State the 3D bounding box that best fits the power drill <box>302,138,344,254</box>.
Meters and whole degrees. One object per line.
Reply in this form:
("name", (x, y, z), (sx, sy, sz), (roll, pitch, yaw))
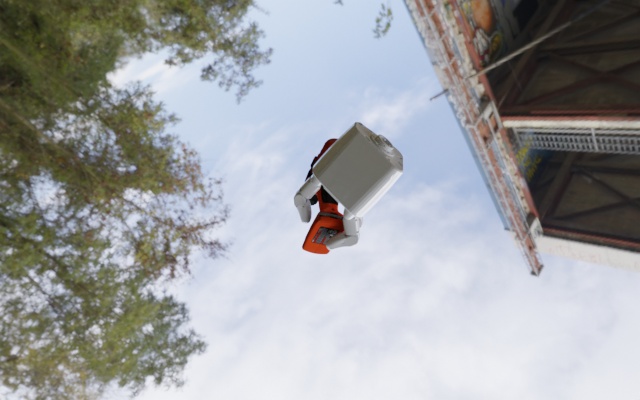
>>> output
("power drill", (0.000, 0.003, 0.893), (0.057, 0.187, 0.184), (11, -39, -14))
